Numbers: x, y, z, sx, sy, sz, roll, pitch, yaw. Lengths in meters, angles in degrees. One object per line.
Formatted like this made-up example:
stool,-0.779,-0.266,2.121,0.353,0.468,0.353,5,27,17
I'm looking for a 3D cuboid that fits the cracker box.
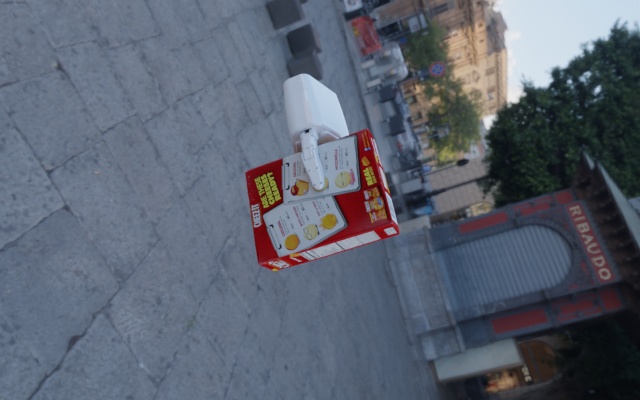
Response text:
cracker box,0.000,0.002,0.747,0.214,0.164,0.072,-19,-26,14
